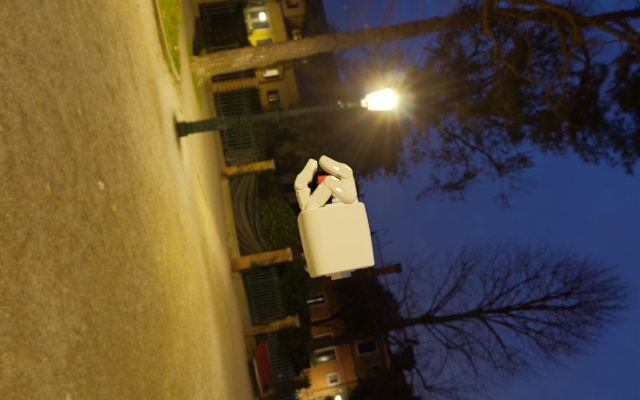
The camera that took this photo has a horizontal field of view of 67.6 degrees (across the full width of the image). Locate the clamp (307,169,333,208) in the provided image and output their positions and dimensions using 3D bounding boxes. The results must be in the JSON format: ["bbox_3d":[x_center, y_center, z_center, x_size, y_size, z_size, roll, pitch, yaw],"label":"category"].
[{"bbox_3d":[0.001,0.003,0.871,0.039,0.120,0.171,-10,-9,-7],"label":"clamp"}]
